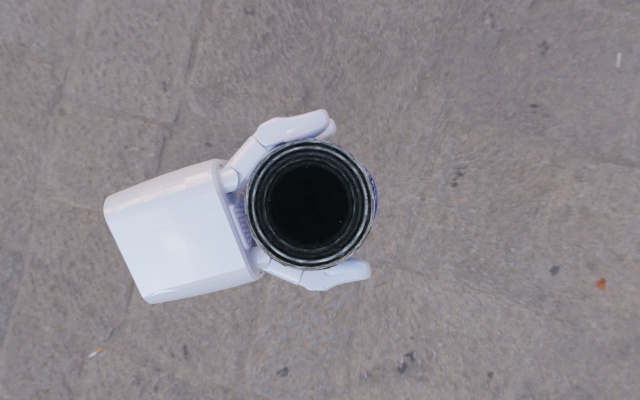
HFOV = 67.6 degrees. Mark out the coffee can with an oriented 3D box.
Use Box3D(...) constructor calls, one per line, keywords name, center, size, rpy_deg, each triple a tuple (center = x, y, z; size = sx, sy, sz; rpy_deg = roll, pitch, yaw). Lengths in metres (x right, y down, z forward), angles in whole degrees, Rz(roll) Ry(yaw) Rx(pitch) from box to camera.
Box3D(name="coffee can", center=(0.000, 0.001, 0.434), size=(0.103, 0.103, 0.140), rpy_deg=(0, 2, 8))
